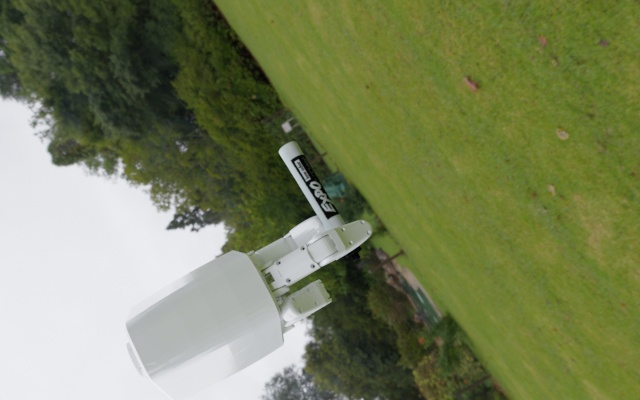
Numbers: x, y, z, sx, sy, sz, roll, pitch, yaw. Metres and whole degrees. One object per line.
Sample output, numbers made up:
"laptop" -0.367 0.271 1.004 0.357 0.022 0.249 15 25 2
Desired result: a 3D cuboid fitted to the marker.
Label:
"marker" 0.000 0.001 0.426 0.020 0.121 0.020 -30 -12 -7
